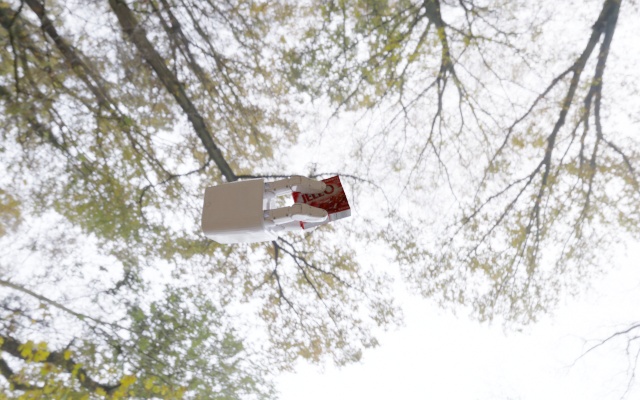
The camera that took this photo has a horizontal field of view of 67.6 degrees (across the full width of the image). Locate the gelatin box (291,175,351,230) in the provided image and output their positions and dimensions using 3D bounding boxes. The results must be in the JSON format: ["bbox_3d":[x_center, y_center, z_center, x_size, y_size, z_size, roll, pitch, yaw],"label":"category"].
[{"bbox_3d":[0.001,0.003,0.811,0.089,0.073,0.030,-16,-33,-4],"label":"gelatin box"}]
